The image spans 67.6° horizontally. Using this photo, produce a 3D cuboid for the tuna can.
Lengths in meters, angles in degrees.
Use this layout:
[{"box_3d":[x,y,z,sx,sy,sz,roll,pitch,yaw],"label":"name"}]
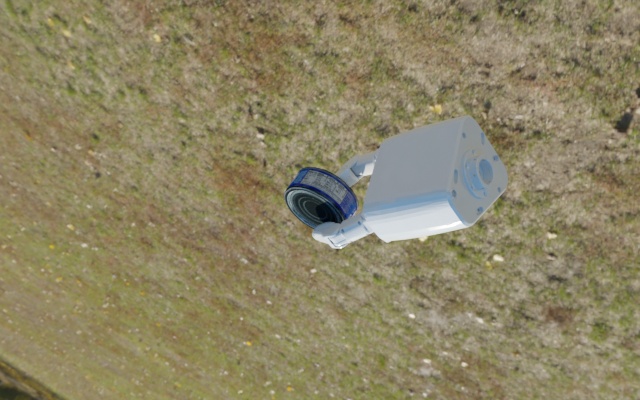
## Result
[{"box_3d":[0.000,0.002,0.571,0.086,0.033,0.086,25,-31,16],"label":"tuna can"}]
